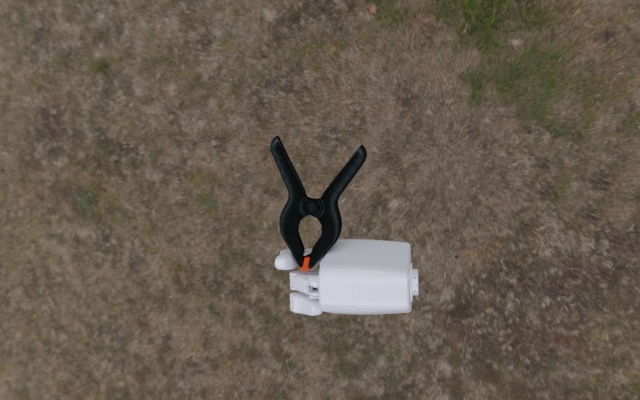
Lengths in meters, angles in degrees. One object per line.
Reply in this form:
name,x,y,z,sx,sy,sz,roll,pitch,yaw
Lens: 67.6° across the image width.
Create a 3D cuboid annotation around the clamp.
clamp,0.000,0.002,0.601,0.120,0.171,0.039,-2,6,10
